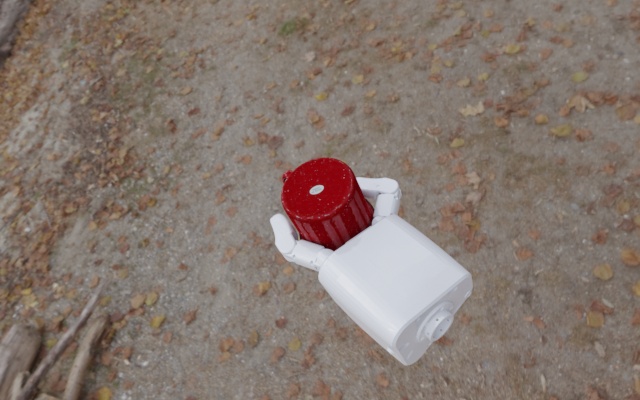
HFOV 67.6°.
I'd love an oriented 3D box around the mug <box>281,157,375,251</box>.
[{"bbox_3d":[-0.001,0.001,0.525,0.117,0.093,0.081,38,-15,36],"label":"mug"}]
